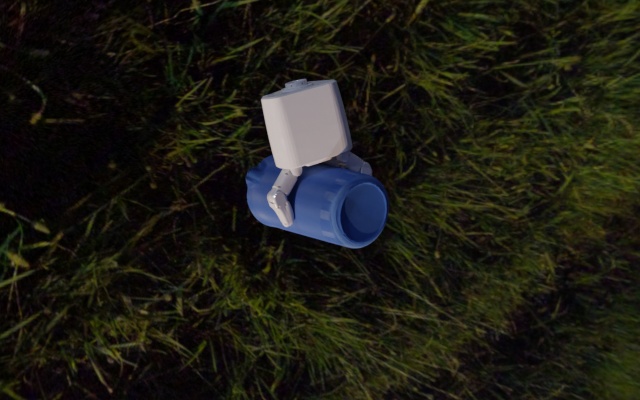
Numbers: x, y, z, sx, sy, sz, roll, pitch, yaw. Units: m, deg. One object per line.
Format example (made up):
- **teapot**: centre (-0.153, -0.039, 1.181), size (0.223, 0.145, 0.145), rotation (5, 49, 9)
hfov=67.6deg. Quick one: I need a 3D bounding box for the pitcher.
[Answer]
- **pitcher**: centre (0.000, 0.002, 0.774), size (0.149, 0.145, 0.243), rotation (-24, 22, -30)
